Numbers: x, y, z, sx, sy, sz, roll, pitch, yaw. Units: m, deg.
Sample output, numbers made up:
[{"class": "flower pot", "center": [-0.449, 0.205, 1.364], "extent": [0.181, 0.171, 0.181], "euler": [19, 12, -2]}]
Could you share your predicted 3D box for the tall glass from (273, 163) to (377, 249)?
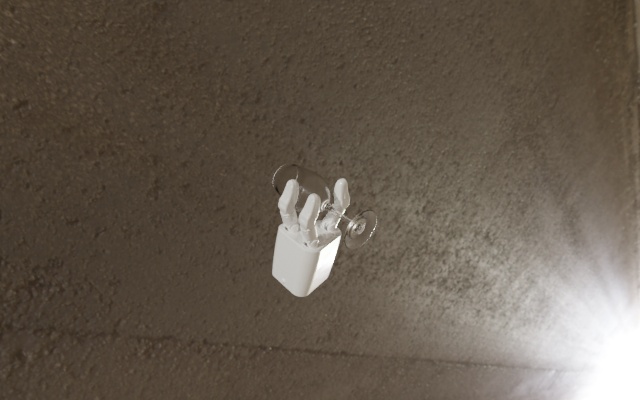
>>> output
[{"class": "tall glass", "center": [0.001, 0.003, 0.835], "extent": [0.079, 0.079, 0.201], "euler": [0, 27, -48]}]
